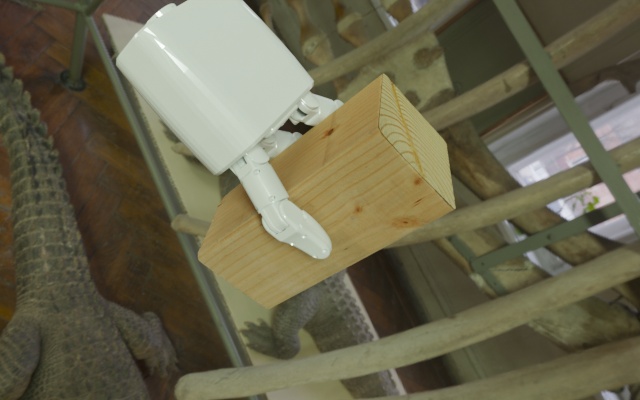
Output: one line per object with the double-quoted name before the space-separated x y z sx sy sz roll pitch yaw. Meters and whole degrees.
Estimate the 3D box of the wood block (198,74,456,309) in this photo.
"wood block" 0.000 0.001 0.414 0.206 0.090 0.090 -33 -62 31
